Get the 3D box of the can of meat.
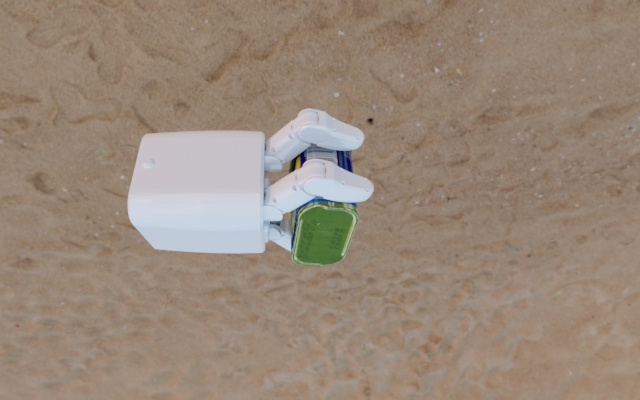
[{"bbox_3d":[0.000,0.002,0.444,0.057,0.084,0.102,2,-38,-8],"label":"can of meat"}]
